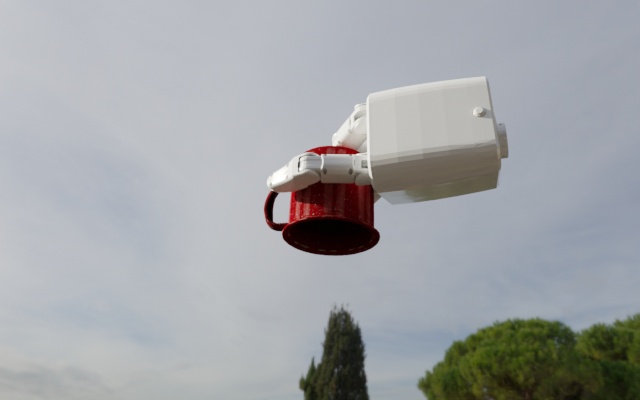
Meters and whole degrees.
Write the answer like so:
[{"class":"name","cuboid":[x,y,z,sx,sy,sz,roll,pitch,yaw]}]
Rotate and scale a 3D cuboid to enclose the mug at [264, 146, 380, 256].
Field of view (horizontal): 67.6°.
[{"class":"mug","cuboid":[-0.001,0.002,0.474,0.117,0.081,0.093,-7,-29,17]}]
